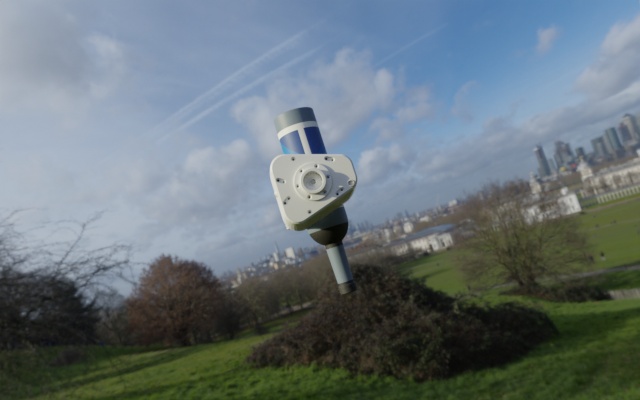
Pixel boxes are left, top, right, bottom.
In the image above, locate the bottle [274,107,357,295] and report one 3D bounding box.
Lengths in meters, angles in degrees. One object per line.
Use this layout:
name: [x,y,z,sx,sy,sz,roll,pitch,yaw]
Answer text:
bottle: [0.000,0.002,0.754,0.069,0.295,0.069,-17,-6,-2]
